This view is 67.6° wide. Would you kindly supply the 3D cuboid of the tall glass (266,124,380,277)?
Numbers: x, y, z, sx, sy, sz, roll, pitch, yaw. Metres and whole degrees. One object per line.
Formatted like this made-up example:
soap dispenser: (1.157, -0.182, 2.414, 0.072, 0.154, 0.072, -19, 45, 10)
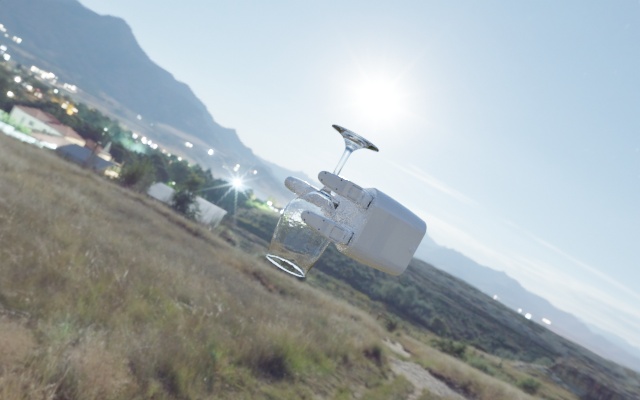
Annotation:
tall glass: (0.000, 0.001, 0.650, 0.079, 0.201, 0.079, 29, 1, 0)
